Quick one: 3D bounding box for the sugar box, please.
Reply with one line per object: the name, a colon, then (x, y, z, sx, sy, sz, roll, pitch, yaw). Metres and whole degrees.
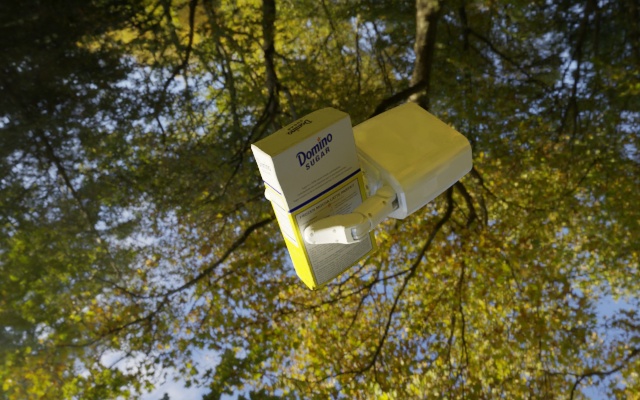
sugar box: (0.000, 0.001, 0.496, 0.093, 0.176, 0.048, -31, 36, -21)
